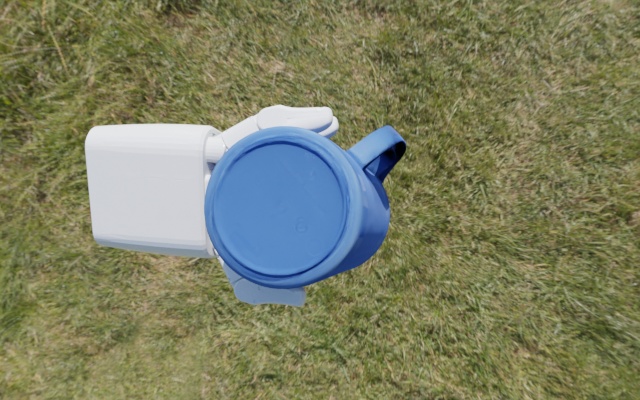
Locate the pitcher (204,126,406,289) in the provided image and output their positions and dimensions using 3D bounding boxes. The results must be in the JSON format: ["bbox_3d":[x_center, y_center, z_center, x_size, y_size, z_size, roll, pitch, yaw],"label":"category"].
[{"bbox_3d":[0.000,0.001,0.421,0.145,0.149,0.243,4,-2,9],"label":"pitcher"}]
